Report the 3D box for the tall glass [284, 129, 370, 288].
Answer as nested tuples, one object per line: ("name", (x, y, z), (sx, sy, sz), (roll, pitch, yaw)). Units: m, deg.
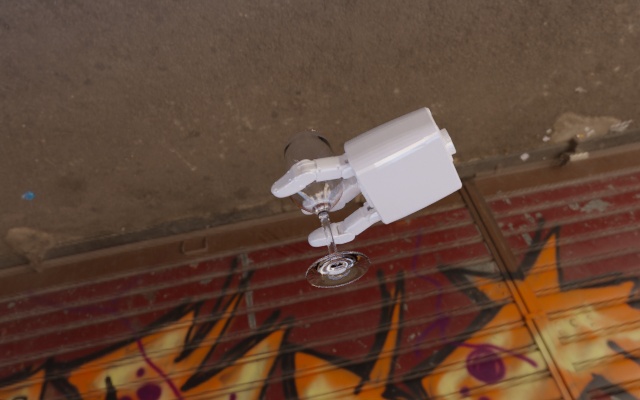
("tall glass", (0.000, 0.003, 0.595), (0.079, 0.201, 0.079), (-10, -37, -7))
